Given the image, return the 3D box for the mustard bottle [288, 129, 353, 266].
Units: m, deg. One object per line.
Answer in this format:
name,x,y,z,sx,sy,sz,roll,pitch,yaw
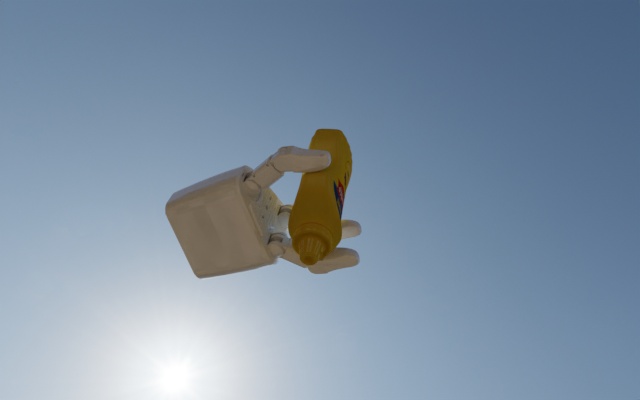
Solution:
mustard bottle,0.000,0.002,0.543,0.058,0.096,0.191,4,36,7
